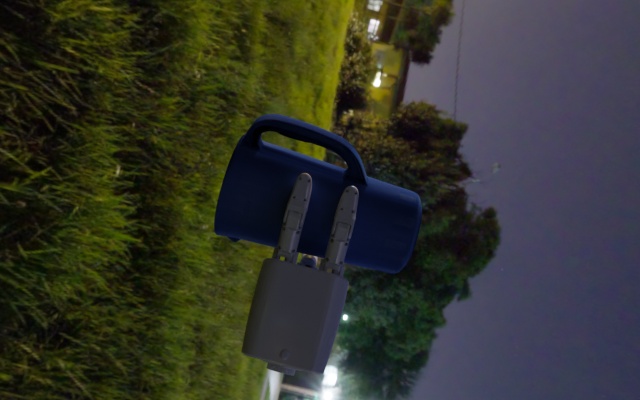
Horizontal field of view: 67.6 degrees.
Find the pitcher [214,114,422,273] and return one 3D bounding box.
[{"bbox_3d":[0.000,0.002,0.600,0.243,0.145,0.149,15,-16,-1],"label":"pitcher"}]
